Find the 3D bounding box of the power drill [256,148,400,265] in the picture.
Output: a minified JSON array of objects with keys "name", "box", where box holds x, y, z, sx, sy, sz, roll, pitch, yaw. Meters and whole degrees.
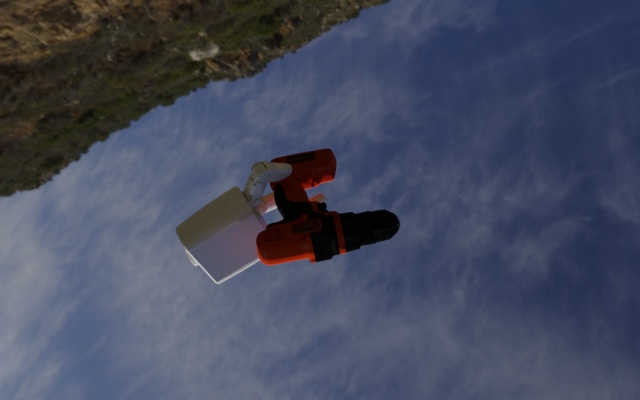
[{"name":"power drill","box":[0.000,0.002,0.658,0.184,0.057,0.187,-10,38,-2]}]
